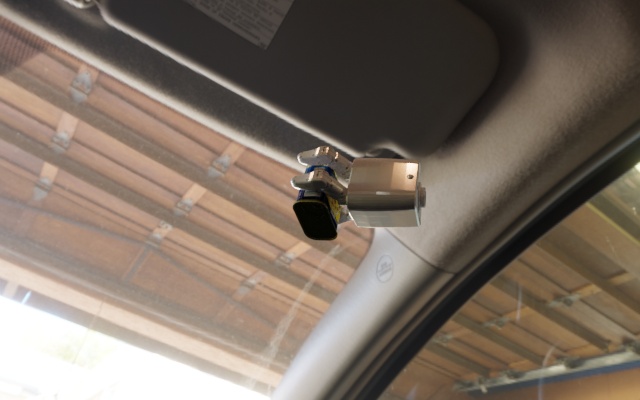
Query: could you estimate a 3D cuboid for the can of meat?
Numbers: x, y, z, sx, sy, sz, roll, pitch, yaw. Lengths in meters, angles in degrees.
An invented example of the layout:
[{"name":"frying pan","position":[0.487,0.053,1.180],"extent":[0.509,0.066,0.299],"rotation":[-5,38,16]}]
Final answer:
[{"name":"can of meat","position":[0.000,0.002,0.784],"extent":[0.057,0.084,0.102],"rotation":[-1,-40,19]}]
